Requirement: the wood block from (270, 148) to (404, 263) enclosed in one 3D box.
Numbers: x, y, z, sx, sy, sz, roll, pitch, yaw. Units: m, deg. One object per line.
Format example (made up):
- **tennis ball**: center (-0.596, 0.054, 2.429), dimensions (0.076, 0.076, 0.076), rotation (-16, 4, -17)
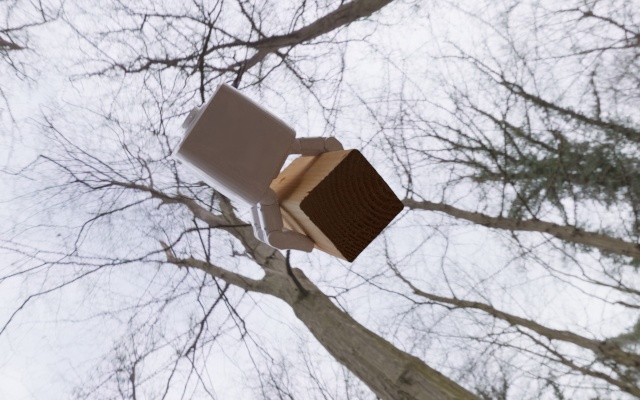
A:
- **wood block**: center (0.000, 0.001, 0.594), dimensions (0.091, 0.090, 0.206), rotation (-45, 16, -12)
